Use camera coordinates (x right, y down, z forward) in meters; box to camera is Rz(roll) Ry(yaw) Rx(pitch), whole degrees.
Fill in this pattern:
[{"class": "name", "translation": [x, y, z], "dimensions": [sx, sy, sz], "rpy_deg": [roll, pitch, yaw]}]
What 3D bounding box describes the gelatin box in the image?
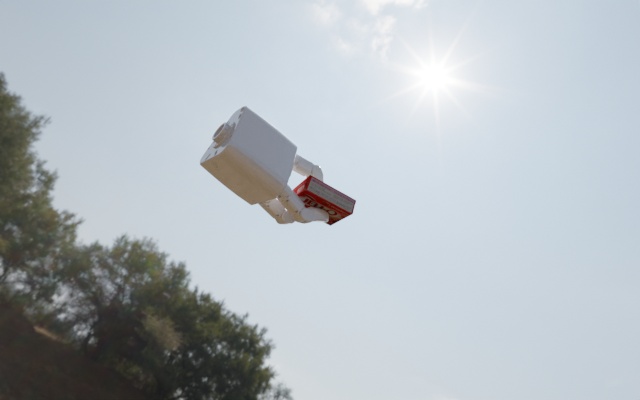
[{"class": "gelatin box", "translation": [0.001, 0.002, 0.761], "dimensions": [0.089, 0.030, 0.073], "rpy_deg": [28, -28, -17]}]
